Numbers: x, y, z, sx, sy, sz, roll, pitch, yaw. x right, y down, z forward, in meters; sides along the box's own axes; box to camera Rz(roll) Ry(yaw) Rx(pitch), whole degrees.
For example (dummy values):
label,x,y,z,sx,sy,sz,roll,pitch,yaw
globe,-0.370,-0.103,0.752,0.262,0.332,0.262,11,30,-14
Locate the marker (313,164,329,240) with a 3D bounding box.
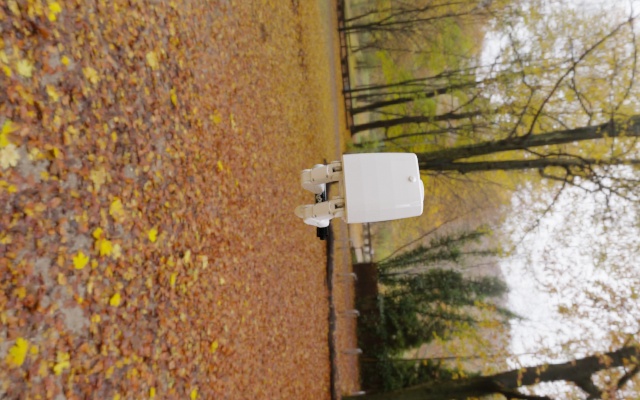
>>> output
label,x,y,z,sx,sy,sz,roll,pitch,yaw
marker,0.000,0.002,0.744,0.020,0.121,0.020,-3,-19,-1
